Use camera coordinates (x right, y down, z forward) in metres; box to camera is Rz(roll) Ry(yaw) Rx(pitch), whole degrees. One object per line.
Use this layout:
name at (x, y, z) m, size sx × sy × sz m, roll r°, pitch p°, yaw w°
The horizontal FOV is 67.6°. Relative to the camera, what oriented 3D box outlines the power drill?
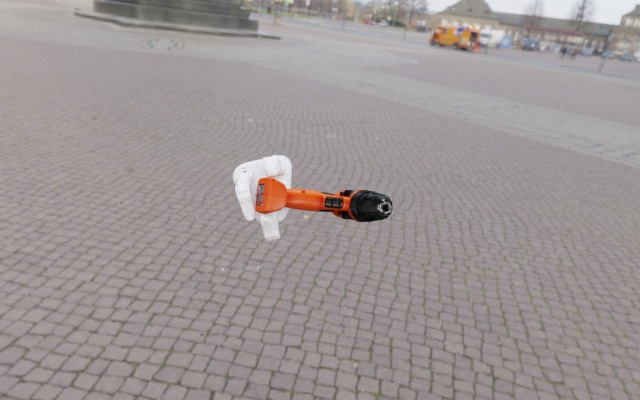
power drill at (0.000, 0.002, 0.750) m, size 0.187 × 0.057 × 0.184 m, roll 8°, pitch -4°, yaw -19°
